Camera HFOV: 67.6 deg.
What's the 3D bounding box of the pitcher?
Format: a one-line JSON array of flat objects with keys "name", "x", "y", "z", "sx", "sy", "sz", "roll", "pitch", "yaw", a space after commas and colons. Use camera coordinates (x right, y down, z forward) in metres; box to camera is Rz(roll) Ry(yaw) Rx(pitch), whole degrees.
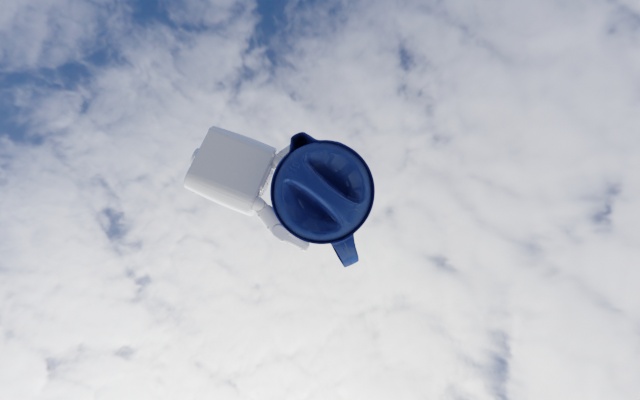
[{"name": "pitcher", "x": 0.000, "y": 0.002, "z": 0.716, "sx": 0.145, "sy": 0.149, "sz": 0.243, "roll": 20, "pitch": -3, "yaw": -2}]
